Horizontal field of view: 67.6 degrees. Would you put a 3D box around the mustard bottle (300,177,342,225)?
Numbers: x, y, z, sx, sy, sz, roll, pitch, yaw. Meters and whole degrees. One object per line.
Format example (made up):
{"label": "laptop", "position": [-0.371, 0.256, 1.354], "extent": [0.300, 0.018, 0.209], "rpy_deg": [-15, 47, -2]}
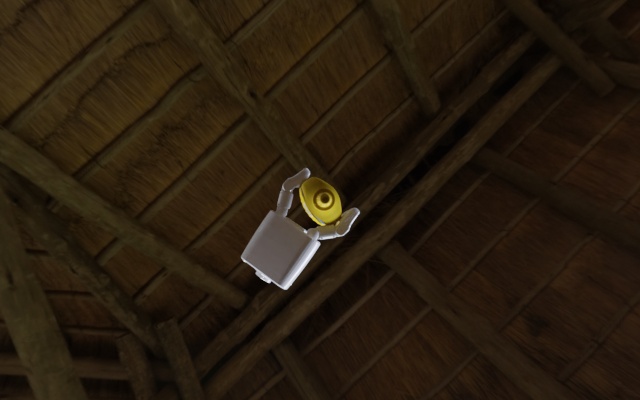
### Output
{"label": "mustard bottle", "position": [0.000, 0.003, 0.898], "extent": [0.058, 0.096, 0.191], "rpy_deg": [-31, 0, -5]}
